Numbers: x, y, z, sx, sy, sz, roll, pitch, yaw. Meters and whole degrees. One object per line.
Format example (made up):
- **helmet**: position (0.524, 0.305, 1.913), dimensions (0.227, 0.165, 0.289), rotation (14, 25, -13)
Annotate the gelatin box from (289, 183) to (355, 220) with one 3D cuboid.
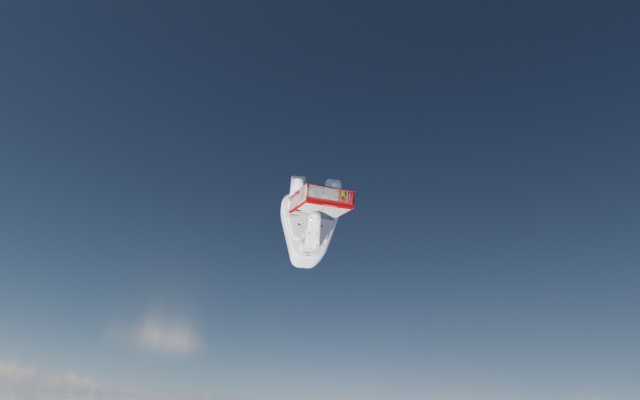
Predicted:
- **gelatin box**: position (0.000, 0.003, 0.702), dimensions (0.073, 0.030, 0.089), rotation (9, -16, -18)
